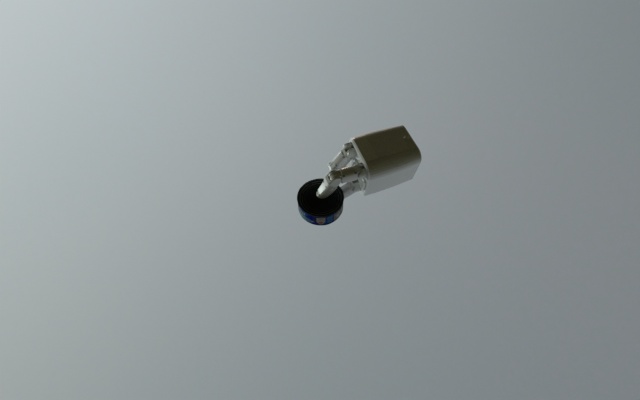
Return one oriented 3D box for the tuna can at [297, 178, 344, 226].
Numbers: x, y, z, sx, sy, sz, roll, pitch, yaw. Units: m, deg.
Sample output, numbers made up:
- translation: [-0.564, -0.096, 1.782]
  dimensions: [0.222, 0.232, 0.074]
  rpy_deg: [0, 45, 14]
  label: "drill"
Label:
- translation: [0.000, 0.003, 0.878]
  dimensions: [0.086, 0.086, 0.034]
  rpy_deg: [0, -35, 1]
  label: "tuna can"
